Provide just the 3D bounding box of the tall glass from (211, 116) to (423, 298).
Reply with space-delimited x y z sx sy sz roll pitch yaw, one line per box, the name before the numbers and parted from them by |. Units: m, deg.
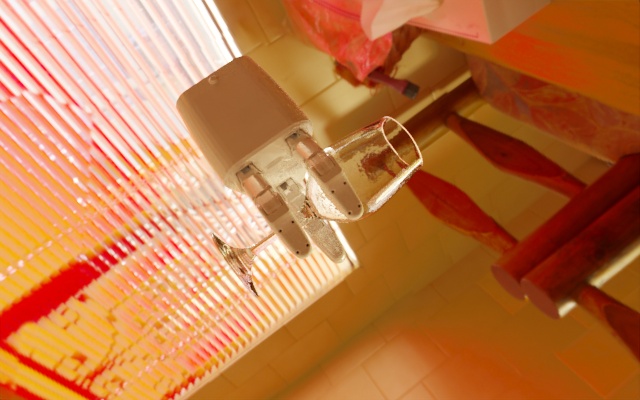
tall glass | 0.000 0.002 0.454 0.201 0.079 0.079 -36 5 -7
